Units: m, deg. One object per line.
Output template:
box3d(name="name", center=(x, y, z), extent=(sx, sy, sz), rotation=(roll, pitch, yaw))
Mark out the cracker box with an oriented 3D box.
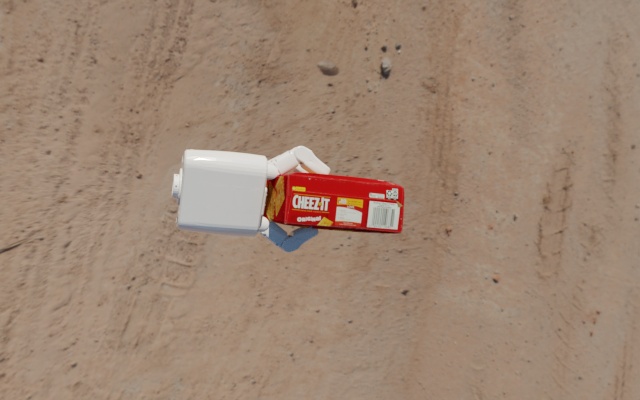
box3d(name="cracker box", center=(0.000, 0.002, 0.699), extent=(0.164, 0.072, 0.213), rotation=(5, 0, -19))
